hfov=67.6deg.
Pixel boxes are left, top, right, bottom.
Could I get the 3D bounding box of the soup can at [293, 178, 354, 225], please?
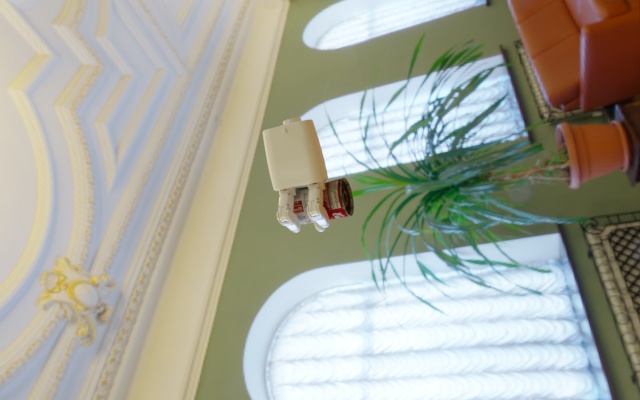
[{"bbox_3d":[0.000,0.003,0.841,0.102,0.068,0.068,-11,-4,19],"label":"soup can"}]
